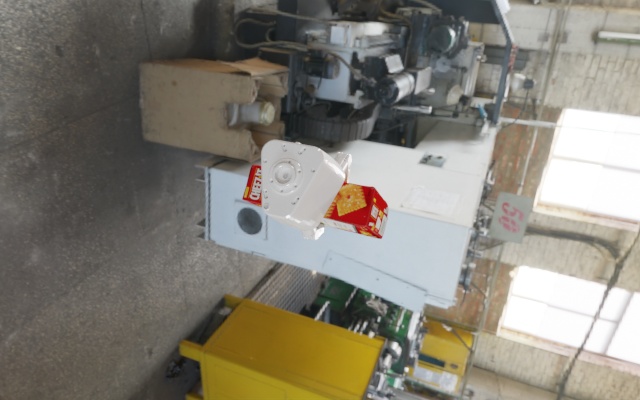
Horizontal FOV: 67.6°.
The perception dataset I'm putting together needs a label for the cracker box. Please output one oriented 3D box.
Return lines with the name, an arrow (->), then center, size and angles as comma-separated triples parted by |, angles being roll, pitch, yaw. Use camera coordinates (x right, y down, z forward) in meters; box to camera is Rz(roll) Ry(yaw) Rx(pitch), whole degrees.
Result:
cracker box -> 0.000, 0.003, 0.823 | 0.213, 0.072, 0.164 | 13, -7, 18
